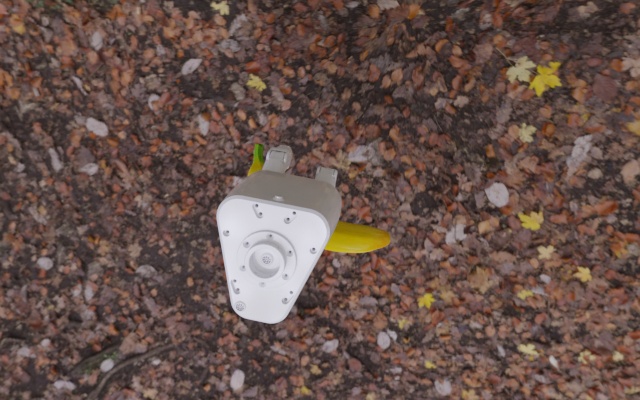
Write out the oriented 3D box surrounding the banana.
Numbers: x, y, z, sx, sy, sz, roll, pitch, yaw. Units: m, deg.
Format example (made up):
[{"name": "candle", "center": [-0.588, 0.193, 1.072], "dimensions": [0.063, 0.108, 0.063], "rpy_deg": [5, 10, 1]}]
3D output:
[{"name": "banana", "center": [-0.013, 0.015, 0.560], "dimensions": [0.198, 0.069, 0.037], "rpy_deg": [35, 5, -2]}]
